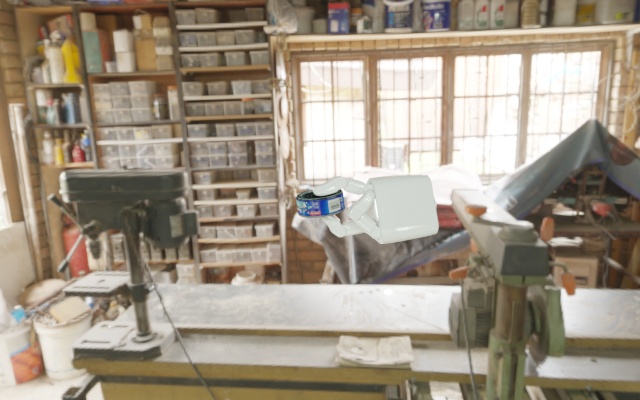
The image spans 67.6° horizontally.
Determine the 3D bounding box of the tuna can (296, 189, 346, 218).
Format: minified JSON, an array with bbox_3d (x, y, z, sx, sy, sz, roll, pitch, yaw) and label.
[{"bbox_3d":[0.000,0.002,0.847,0.086,0.034,0.086,-7,14,2],"label":"tuna can"}]
